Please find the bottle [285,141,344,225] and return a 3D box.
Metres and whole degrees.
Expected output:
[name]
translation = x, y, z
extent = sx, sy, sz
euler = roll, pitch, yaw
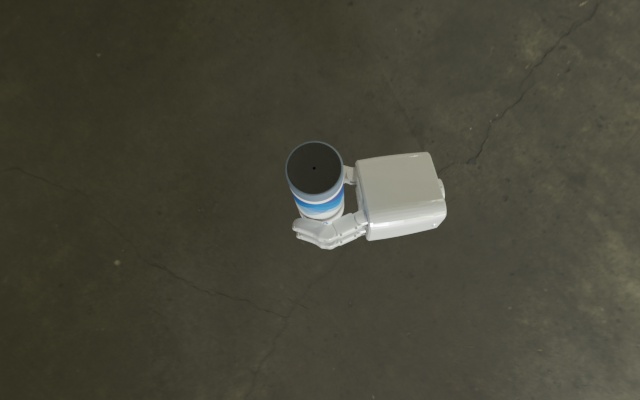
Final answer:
[bottle]
translation = 0.000, 0.002, 0.679
extent = 0.069, 0.069, 0.296
euler = 0, -15, 3
